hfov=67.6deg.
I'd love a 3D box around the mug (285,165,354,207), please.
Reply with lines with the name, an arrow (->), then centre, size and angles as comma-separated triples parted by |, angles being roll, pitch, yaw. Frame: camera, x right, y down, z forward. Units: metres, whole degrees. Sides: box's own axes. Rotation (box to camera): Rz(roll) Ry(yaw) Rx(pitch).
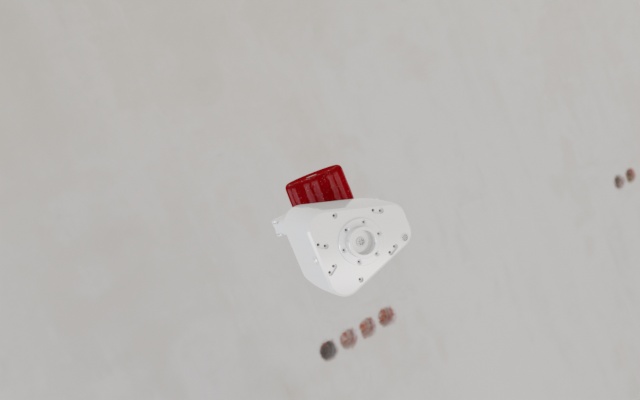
mug -> 0.000, 0.002, 0.657 | 0.093, 0.081, 0.117 | -23, 7, -14
